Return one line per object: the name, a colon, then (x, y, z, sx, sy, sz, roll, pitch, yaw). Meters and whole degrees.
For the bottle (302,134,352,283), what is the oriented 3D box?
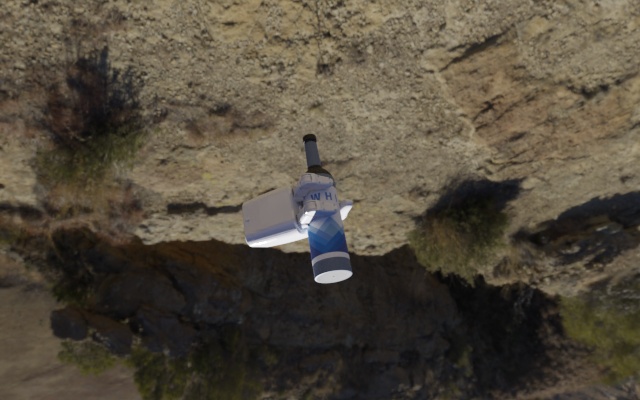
bottle: (0.000, 0.003, 0.894, 0.069, 0.295, 0.069, -8, -27, -4)
